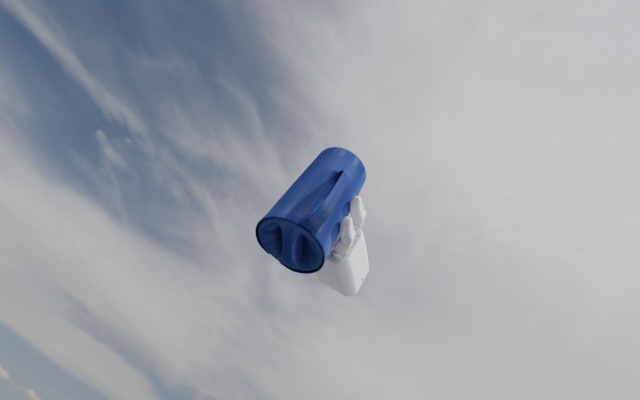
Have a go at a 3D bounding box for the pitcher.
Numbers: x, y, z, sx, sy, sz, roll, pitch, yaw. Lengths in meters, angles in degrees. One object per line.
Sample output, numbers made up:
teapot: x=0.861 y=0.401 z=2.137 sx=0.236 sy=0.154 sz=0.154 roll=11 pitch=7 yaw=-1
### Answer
pitcher: x=0.000 y=0.003 z=0.880 sx=0.149 sy=0.145 sz=0.242 roll=7 pitch=43 yaw=28
